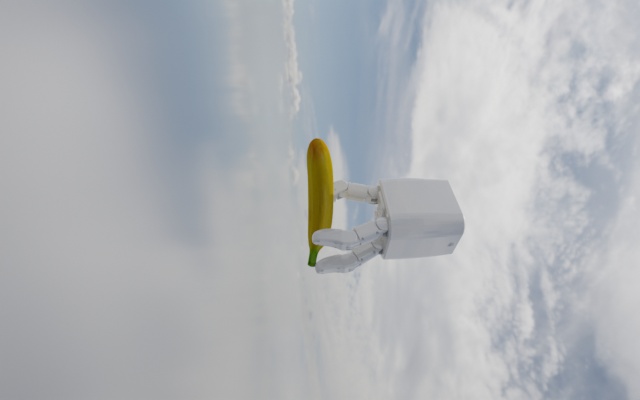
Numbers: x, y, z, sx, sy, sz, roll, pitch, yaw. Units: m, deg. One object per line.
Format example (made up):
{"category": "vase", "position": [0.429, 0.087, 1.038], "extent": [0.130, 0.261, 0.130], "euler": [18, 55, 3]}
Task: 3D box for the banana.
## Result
{"category": "banana", "position": [0.000, -0.005, 0.653], "extent": [0.037, 0.198, 0.069], "euler": [0, 32, 0]}
